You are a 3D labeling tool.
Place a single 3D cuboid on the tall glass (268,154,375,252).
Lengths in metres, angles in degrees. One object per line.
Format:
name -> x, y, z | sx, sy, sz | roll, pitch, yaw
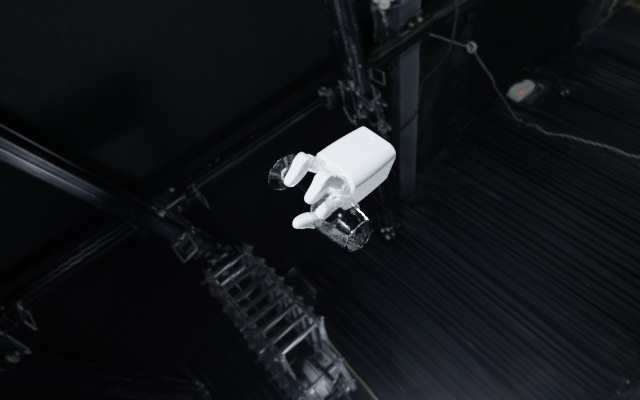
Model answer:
tall glass -> 0.000, 0.002, 0.809 | 0.079, 0.079, 0.201 | 0, 33, -50
